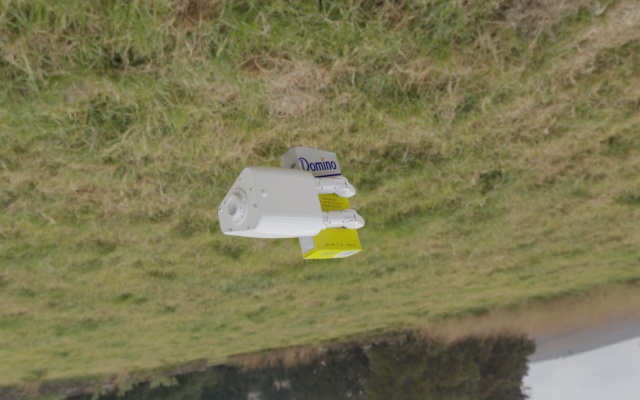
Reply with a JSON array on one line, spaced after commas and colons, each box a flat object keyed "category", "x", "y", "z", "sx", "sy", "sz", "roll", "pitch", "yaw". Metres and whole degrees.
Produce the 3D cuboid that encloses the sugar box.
[{"category": "sugar box", "x": 0.000, "y": 0.002, "z": 0.755, "sx": 0.093, "sy": 0.176, "sz": 0.048, "roll": 4, "pitch": -25, "yaw": -41}]
